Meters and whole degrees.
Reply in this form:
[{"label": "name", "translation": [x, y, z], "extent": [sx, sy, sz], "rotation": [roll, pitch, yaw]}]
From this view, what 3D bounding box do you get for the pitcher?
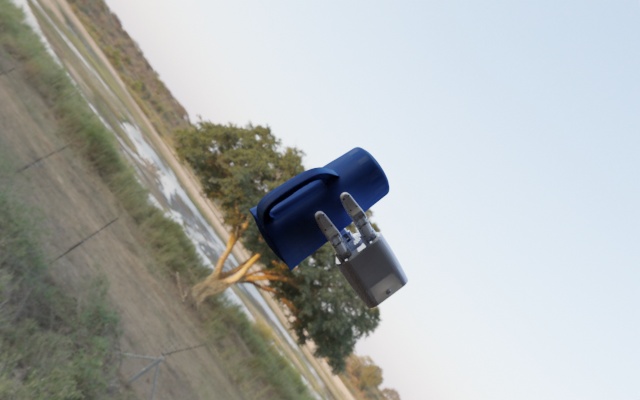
[{"label": "pitcher", "translation": [0.000, 0.003, 0.865], "extent": [0.243, 0.145, 0.149], "rotation": [-35, 10, -8]}]
